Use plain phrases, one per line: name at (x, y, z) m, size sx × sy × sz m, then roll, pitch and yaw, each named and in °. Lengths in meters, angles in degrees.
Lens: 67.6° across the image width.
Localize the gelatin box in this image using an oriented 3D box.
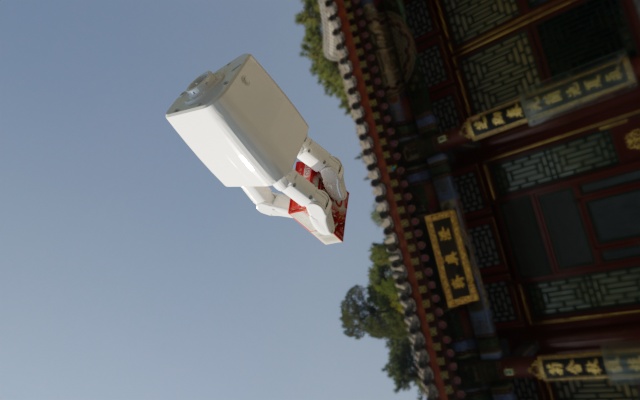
gelatin box at (0.000, 0.002, 0.587) m, size 0.030 × 0.073 × 0.089 m, roll -11°, pitch -36°, yaw 31°
